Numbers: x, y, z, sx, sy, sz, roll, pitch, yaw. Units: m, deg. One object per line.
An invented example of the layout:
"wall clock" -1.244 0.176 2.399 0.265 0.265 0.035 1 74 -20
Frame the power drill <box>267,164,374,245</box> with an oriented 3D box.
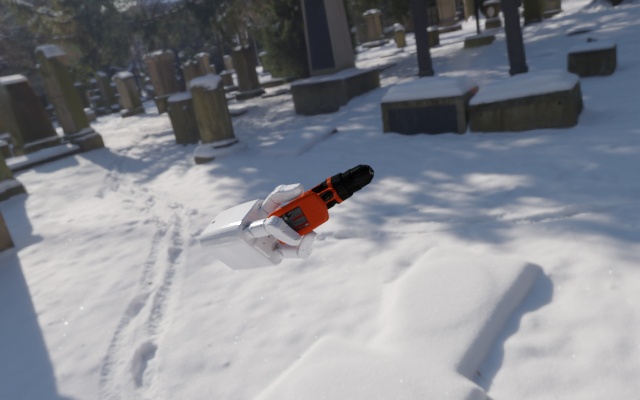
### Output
"power drill" 0.000 0.003 0.831 0.184 0.057 0.187 -31 2 21
